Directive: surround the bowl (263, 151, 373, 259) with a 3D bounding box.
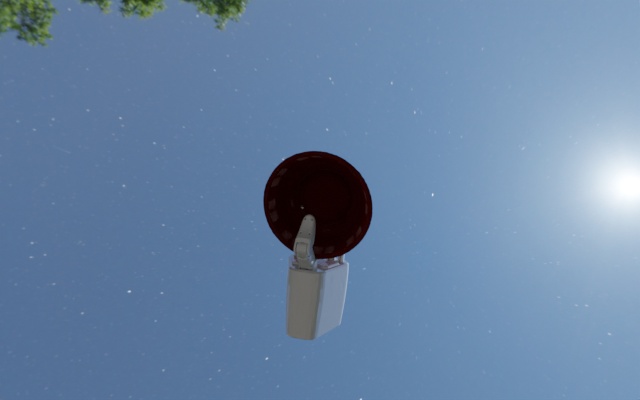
[{"bbox_3d":[0.001,0.001,0.706,0.162,0.162,0.055,0,16,15],"label":"bowl"}]
